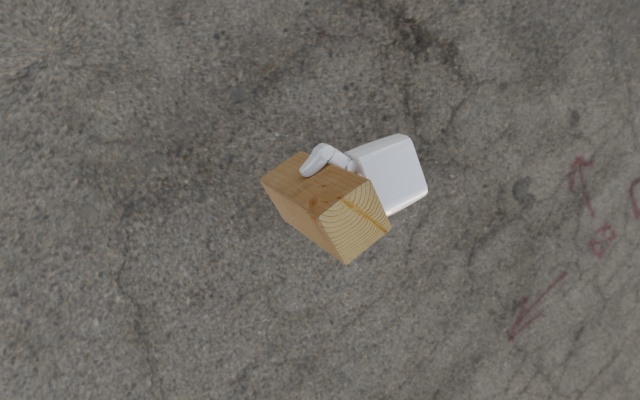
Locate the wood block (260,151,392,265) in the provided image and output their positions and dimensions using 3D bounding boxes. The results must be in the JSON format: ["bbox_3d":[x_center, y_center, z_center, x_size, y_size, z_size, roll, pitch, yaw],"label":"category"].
[{"bbox_3d":[0.000,0.002,0.723,0.090,0.091,0.206,-36,30,-15],"label":"wood block"}]
